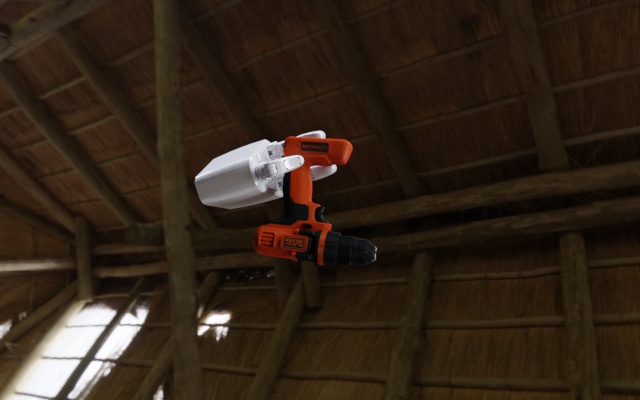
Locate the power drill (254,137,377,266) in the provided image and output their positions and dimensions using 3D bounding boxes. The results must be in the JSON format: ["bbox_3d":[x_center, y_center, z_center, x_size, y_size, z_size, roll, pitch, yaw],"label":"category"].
[{"bbox_3d":[0.000,0.002,0.717,0.184,0.187,0.057,6,-11,9],"label":"power drill"}]
